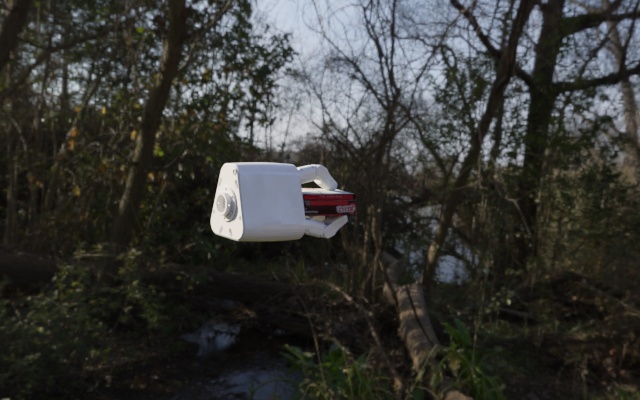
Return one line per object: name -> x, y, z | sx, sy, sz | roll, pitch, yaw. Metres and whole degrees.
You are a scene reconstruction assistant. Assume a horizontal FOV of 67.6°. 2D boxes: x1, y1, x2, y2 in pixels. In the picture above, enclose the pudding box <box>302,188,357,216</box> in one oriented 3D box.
pudding box -> 0.000, 0.002, 0.770 | 0.090, 0.039, 0.113 | 1, 6, -13
